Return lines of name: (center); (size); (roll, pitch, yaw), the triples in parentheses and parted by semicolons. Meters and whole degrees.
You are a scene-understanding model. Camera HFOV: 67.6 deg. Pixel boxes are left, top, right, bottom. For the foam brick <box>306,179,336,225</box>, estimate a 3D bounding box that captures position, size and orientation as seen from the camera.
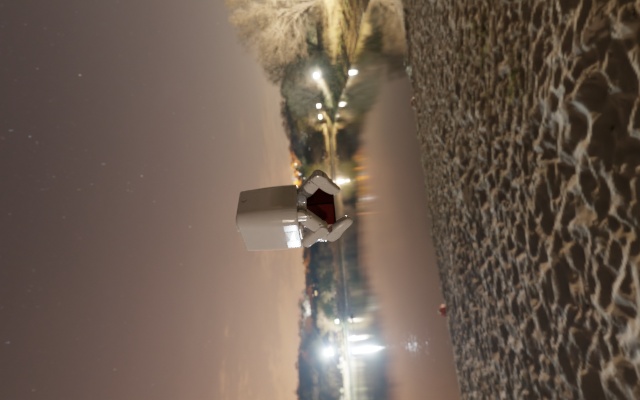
foam brick: (0.000, 0.003, 0.895); (0.051, 0.053, 0.078); (-6, 36, 2)
